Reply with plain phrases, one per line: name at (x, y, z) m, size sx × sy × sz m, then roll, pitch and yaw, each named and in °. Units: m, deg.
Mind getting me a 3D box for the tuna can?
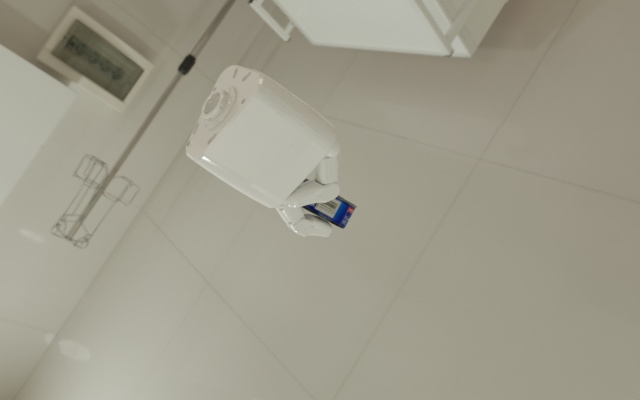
tuna can at (0.000, 0.002, 0.598) m, size 0.086 × 0.034 × 0.086 m, roll 28°, pitch -1°, yaw 0°
